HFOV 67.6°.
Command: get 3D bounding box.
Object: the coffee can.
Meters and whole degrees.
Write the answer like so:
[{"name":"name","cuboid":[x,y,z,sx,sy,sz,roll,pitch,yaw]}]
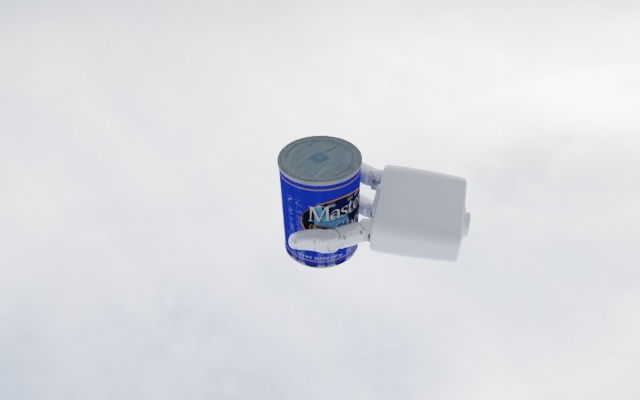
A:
[{"name":"coffee can","cuboid":[0.000,0.002,0.617,0.103,0.140,0.102,-1,38,1]}]
